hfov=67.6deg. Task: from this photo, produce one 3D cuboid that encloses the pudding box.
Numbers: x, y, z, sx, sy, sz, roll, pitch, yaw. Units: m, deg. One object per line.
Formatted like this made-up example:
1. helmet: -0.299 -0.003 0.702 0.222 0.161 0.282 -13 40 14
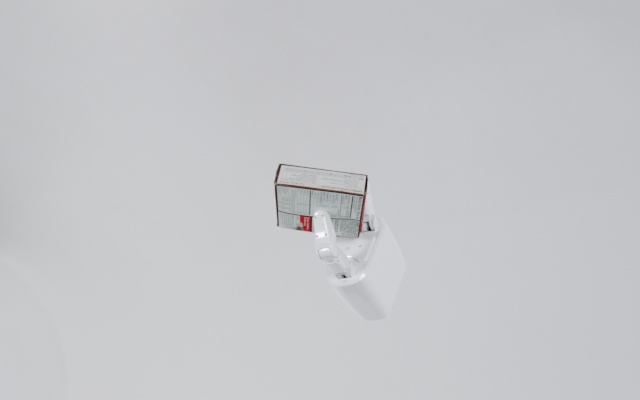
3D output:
1. pudding box: 0.000 0.002 0.603 0.113 0.039 0.090 6 -41 3
